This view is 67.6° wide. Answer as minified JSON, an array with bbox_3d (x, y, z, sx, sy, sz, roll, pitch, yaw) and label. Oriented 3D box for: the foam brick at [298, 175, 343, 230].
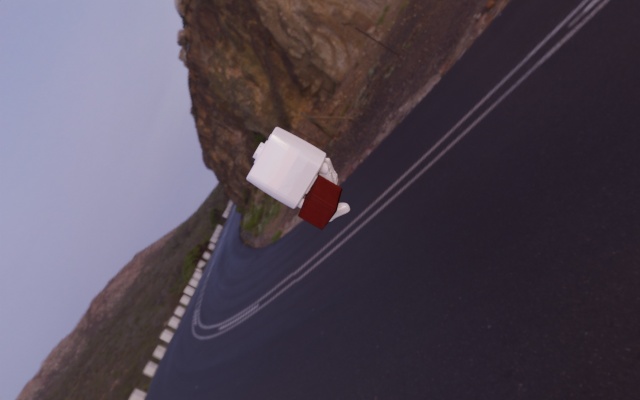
[{"bbox_3d":[0.000,0.003,0.841,0.051,0.053,0.078,30,31,-8],"label":"foam brick"}]
